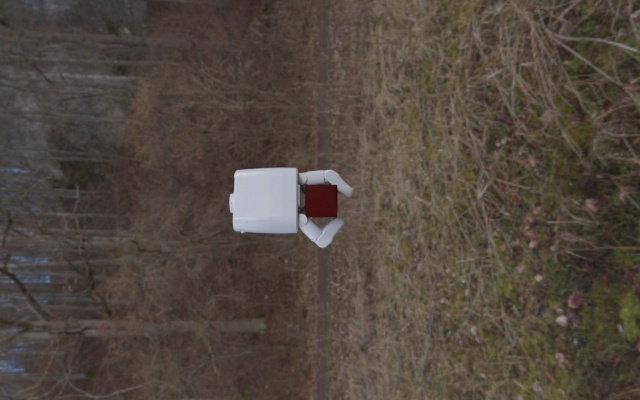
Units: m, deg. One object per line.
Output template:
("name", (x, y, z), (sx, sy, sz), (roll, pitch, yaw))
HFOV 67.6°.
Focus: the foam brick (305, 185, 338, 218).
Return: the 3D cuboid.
("foam brick", (0.000, 0.002, 0.791), (0.051, 0.053, 0.078), (0, -3, -2))
